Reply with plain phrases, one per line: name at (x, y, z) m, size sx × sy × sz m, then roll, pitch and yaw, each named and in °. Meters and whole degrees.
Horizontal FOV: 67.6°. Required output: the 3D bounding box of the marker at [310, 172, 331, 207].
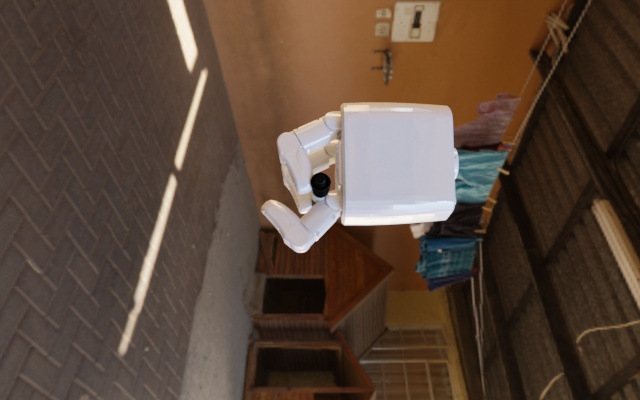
marker at (0.000, 0.002, 0.482) m, size 0.020 × 0.020 × 0.121 m, roll 0°, pitch -20°, yaw 0°
